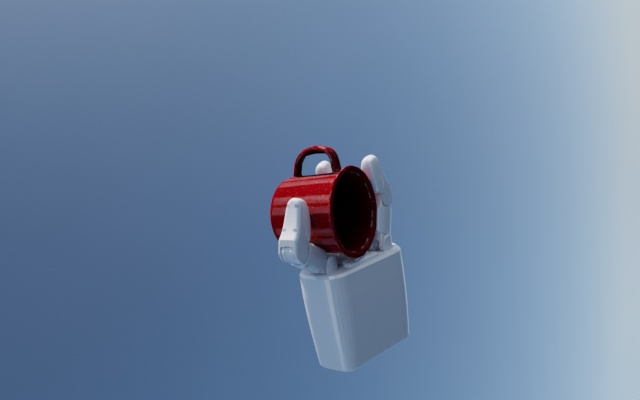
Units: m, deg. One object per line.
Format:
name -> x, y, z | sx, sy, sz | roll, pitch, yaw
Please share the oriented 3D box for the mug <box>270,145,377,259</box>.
mug -> 0.000, 0.000, 0.497 | 0.081, 0.117, 0.093 | -3, 11, 34
